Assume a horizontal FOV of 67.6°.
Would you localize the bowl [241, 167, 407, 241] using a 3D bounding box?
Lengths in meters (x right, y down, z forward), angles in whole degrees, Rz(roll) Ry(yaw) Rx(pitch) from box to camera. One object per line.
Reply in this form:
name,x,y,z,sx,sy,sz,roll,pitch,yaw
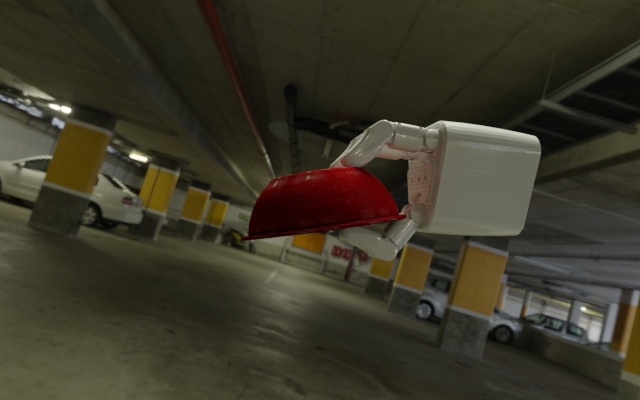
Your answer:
bowl,-0.001,0.001,0.466,0.162,0.055,0.162,-8,-2,0
